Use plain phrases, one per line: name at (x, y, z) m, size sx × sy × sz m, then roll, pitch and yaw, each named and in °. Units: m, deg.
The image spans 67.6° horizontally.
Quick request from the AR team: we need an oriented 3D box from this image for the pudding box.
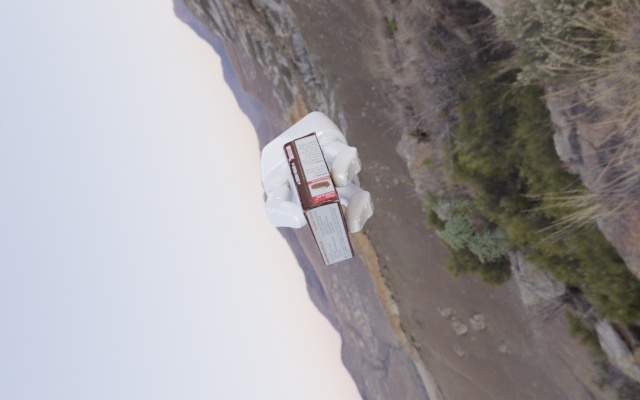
pudding box at (0.000, 0.002, 0.488) m, size 0.039 × 0.090 × 0.114 m, roll -20°, pitch -36°, yaw 1°
